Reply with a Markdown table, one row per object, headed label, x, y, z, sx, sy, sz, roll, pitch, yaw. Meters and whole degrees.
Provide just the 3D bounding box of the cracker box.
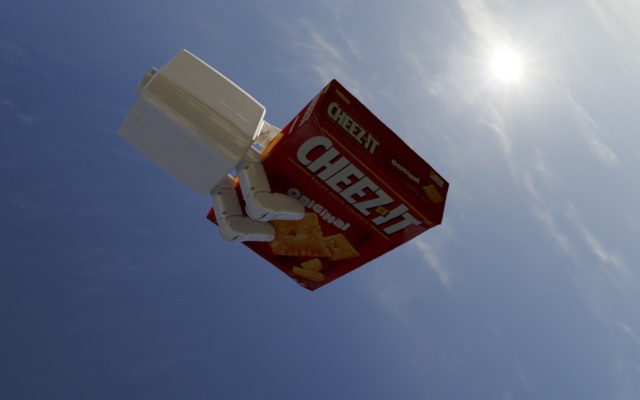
| label | x | y | z | sx | sy | sz | roll | pitch | yaw |
| --- | --- | --- | --- | --- | --- | --- | --- | --- | --- |
| cracker box | 0.000 | 0.002 | 0.516 | 0.164 | 0.072 | 0.214 | 39 | -45 | -17 |
